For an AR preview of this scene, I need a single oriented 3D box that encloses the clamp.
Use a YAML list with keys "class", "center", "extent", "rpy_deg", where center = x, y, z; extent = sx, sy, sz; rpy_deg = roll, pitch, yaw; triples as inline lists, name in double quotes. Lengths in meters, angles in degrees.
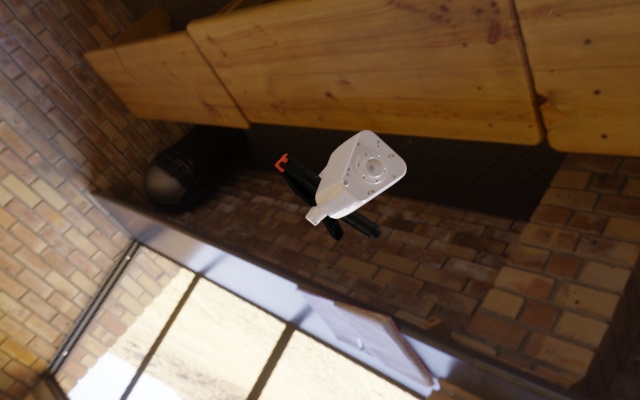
- class: "clamp"
  center: [-0.001, 0.003, 0.860]
  extent: [0.210, 0.036, 0.164]
  rpy_deg: [42, -21, -6]
